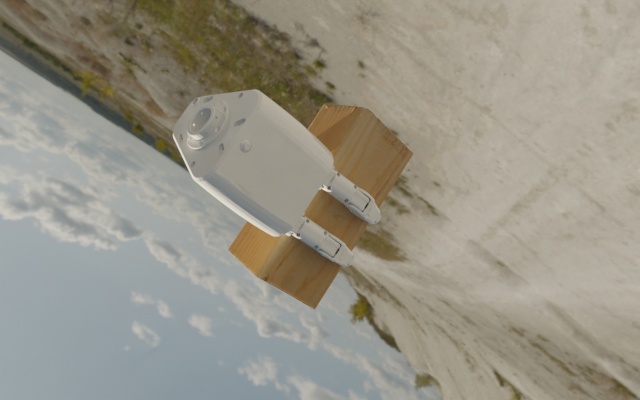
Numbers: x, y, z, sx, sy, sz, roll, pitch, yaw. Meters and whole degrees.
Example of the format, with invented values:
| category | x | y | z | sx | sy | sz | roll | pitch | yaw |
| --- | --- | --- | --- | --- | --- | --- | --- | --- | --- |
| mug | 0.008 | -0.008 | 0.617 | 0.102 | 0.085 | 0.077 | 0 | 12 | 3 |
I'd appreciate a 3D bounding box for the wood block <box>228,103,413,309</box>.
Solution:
| category | x | y | z | sx | sy | sz | roll | pitch | yaw |
| --- | --- | --- | --- | --- | --- | --- | --- | --- | --- |
| wood block | 0.000 | 0.002 | 0.543 | 0.090 | 0.206 | 0.091 | 37 | -7 | -33 |
